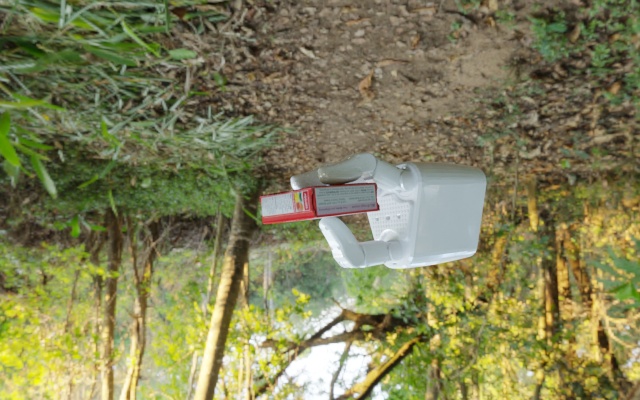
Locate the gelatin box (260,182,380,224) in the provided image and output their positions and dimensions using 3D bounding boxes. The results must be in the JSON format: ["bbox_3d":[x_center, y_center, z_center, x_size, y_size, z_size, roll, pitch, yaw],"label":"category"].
[{"bbox_3d":[0.000,0.002,0.449,0.089,0.030,0.073,-6,-1,-44],"label":"gelatin box"}]
